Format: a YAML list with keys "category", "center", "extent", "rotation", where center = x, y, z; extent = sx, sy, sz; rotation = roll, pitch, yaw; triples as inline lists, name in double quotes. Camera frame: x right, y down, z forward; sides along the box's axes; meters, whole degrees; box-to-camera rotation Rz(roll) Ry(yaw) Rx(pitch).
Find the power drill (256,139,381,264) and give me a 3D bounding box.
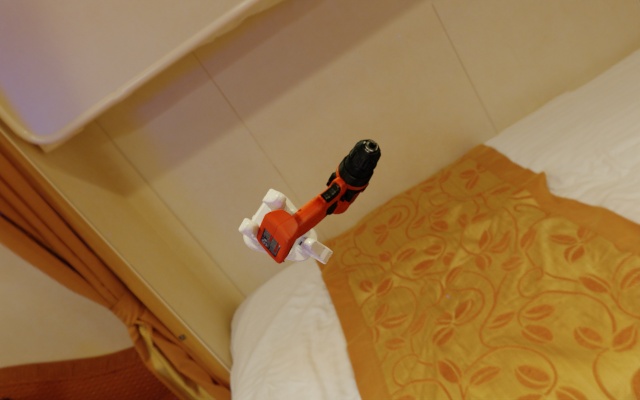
- category: "power drill"
  center: [0.000, 0.003, 0.696]
  extent: [0.187, 0.057, 0.184]
  rotation: [-35, -14, -29]
